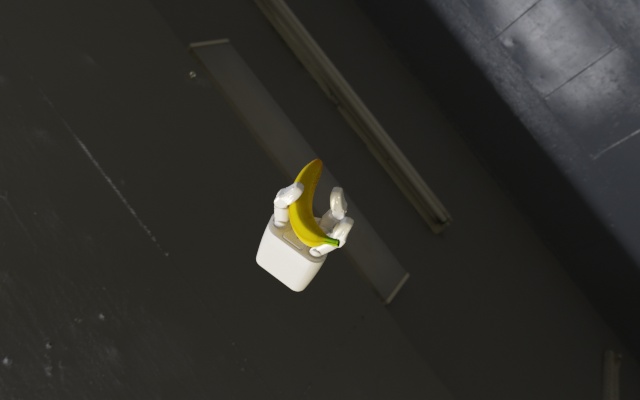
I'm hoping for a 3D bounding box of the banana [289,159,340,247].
[{"bbox_3d":[-0.018,0.007,0.772,0.069,0.197,0.037,-6,-43,-6],"label":"banana"}]
